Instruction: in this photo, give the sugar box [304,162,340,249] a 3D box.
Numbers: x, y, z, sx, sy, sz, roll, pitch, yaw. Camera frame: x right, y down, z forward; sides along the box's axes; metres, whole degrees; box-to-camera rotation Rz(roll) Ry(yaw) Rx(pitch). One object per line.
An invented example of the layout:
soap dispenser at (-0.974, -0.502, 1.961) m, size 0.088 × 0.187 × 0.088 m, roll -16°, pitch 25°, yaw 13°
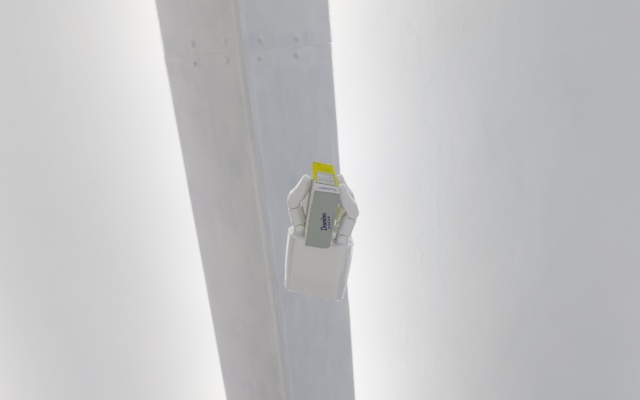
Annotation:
sugar box at (0.001, 0.003, 0.797) m, size 0.048 × 0.093 × 0.176 m, roll 8°, pitch 19°, yaw -7°
